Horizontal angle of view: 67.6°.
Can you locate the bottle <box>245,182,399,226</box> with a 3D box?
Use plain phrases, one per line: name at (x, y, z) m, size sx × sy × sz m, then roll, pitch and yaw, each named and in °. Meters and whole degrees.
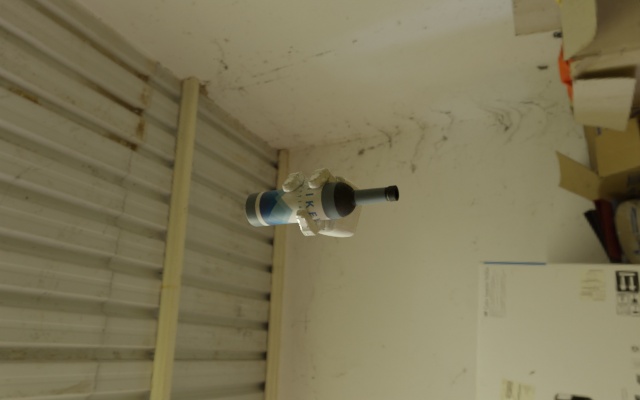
bottle at (0.000, 0.003, 0.880) m, size 0.296 × 0.069 × 0.069 m, roll -7°, pitch -3°, yaw 27°
